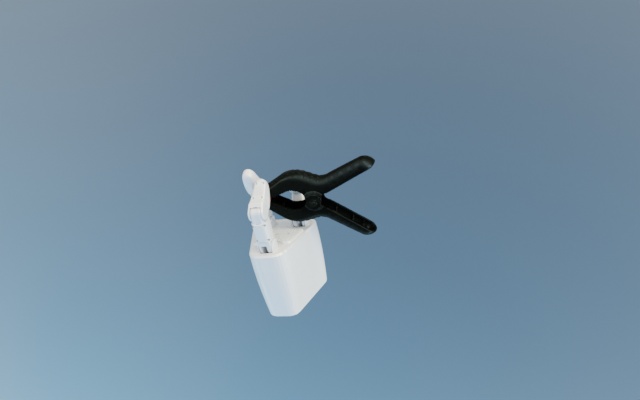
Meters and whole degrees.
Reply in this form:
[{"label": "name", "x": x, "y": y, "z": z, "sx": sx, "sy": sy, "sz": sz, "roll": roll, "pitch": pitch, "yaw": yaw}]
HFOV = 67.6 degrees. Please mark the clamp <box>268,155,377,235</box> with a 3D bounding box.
[{"label": "clamp", "x": 0.000, "y": 0.002, "z": 0.664, "sx": 0.171, "sy": 0.120, "sz": 0.039, "roll": -6, "pitch": 25, "yaw": 17}]
